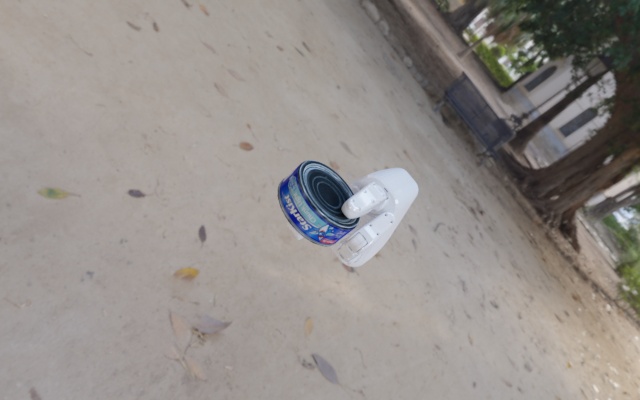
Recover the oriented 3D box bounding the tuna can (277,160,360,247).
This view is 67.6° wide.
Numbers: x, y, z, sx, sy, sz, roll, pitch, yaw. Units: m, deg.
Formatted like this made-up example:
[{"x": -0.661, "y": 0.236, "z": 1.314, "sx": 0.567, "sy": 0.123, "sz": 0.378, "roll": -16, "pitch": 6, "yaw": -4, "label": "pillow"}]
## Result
[{"x": 0.000, "y": 0.001, "z": 0.484, "sx": 0.034, "sy": 0.086, "sz": 0.086, "roll": -40, "pitch": -23, "yaw": 30, "label": "tuna can"}]
